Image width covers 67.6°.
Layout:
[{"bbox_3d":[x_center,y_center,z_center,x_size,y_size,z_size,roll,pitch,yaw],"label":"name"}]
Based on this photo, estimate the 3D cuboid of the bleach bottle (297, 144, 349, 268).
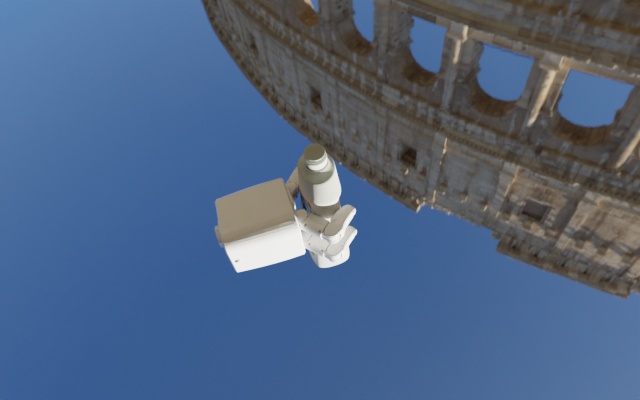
[{"bbox_3d":[0.000,0.002,0.713,0.068,0.102,0.251,-17,-34,-6],"label":"bleach bottle"}]
